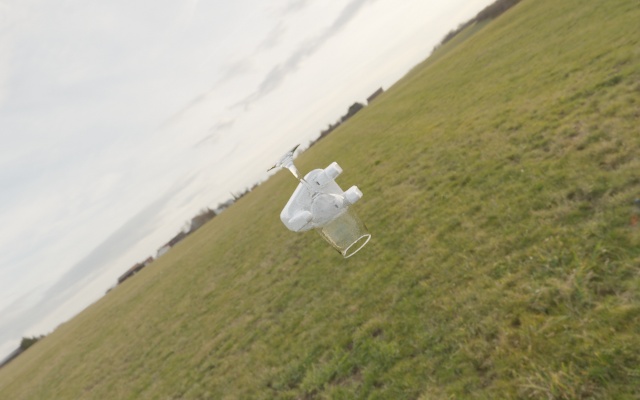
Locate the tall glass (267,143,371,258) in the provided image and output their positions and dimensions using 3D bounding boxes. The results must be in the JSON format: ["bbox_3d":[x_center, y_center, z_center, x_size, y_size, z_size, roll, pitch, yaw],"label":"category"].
[{"bbox_3d":[0.000,0.002,0.817,0.079,0.201,0.079,-40,5,4],"label":"tall glass"}]
